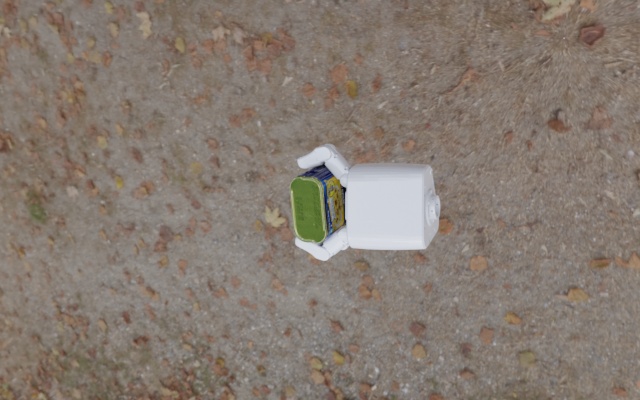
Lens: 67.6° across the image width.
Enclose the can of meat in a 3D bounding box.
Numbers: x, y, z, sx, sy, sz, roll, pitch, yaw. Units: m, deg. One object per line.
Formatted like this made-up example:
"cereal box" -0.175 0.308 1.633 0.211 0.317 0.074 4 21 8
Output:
"can of meat" 0.000 0.002 0.690 0.057 0.102 0.084 3 18 26
